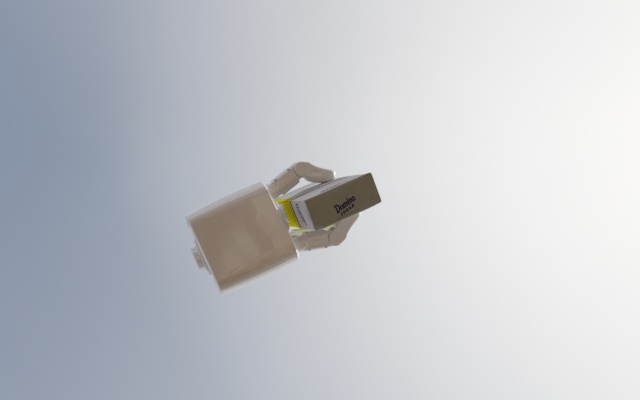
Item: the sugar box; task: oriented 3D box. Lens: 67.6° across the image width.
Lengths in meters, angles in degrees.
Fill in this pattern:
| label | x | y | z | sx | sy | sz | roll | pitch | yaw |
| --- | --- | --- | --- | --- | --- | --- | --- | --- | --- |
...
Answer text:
| label | x | y | z | sx | sy | sz | roll | pitch | yaw |
| --- | --- | --- | --- | --- | --- | --- | --- | --- | --- |
| sugar box | 0.000 | 0.003 | 0.635 | 0.093 | 0.048 | 0.176 | -23 | 9 | -17 |
